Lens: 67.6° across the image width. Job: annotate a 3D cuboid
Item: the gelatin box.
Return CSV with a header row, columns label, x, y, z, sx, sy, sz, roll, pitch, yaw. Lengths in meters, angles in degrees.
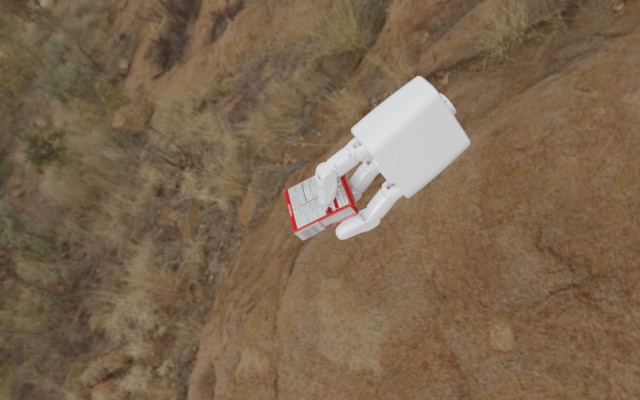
label,x,y,z,sx,sy,sz,roll,pitch,yaw
gelatin box,0.000,0.002,0.641,0.089,0.073,0.030,-27,-37,13
